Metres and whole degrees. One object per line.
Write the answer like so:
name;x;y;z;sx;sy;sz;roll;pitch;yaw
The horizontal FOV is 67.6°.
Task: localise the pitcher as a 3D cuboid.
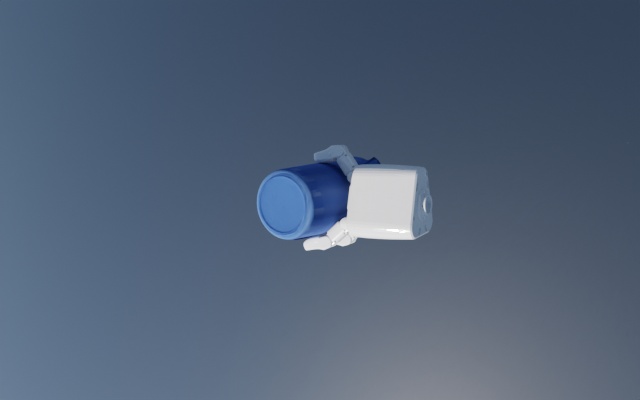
pitcher;0.000;0.003;0.818;0.145;0.149;0.243;2;7;32
